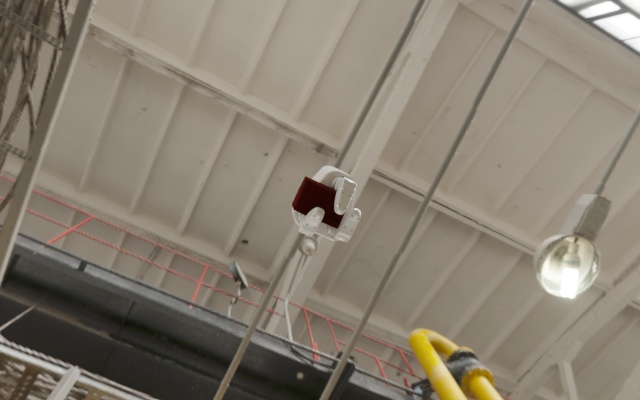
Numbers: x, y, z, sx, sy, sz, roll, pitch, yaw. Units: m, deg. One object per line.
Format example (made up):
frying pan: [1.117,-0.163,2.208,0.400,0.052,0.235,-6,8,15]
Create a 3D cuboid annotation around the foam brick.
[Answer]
foam brick: [0.000,0.002,0.750,0.078,0.053,0.051,25,6,-11]
